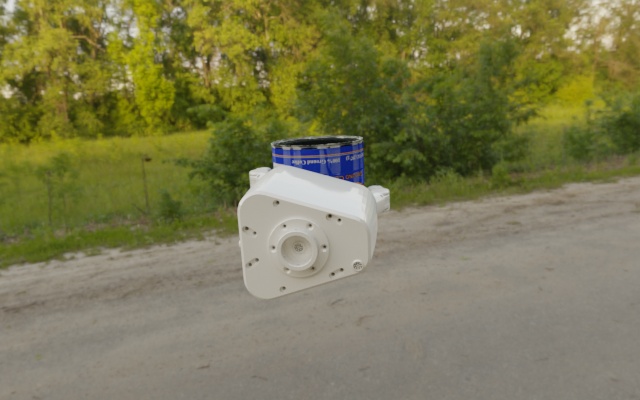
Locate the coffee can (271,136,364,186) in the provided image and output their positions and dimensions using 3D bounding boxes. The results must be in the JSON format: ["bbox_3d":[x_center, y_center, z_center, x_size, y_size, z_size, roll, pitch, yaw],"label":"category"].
[{"bbox_3d":[0.000,0.002,0.540,0.103,0.140,0.102,-3,13,1],"label":"coffee can"}]
